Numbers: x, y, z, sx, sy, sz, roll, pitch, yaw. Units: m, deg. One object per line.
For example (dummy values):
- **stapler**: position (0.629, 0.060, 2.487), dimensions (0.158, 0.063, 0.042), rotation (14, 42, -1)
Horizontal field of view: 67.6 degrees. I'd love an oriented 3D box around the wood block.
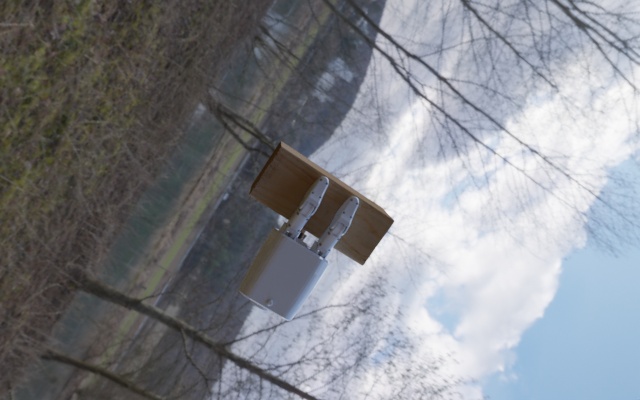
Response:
- **wood block**: position (0.000, 0.003, 0.754), dimensions (0.206, 0.090, 0.091), rotation (33, 7, -11)
